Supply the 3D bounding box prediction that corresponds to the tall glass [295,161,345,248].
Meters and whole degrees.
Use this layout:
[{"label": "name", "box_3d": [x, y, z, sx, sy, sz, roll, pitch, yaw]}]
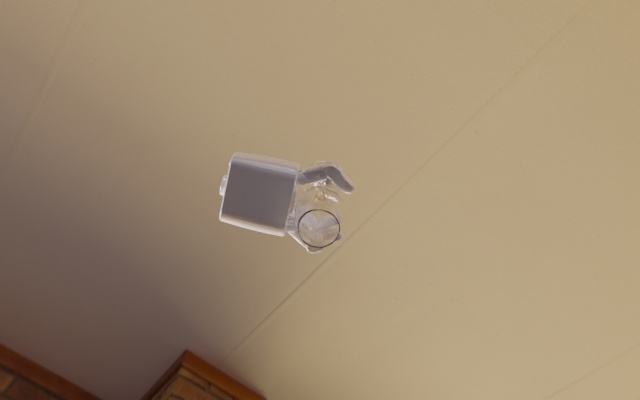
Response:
[{"label": "tall glass", "box_3d": [0.000, 0.002, 0.770, 0.079, 0.079, 0.201, 0, 23, 1]}]
